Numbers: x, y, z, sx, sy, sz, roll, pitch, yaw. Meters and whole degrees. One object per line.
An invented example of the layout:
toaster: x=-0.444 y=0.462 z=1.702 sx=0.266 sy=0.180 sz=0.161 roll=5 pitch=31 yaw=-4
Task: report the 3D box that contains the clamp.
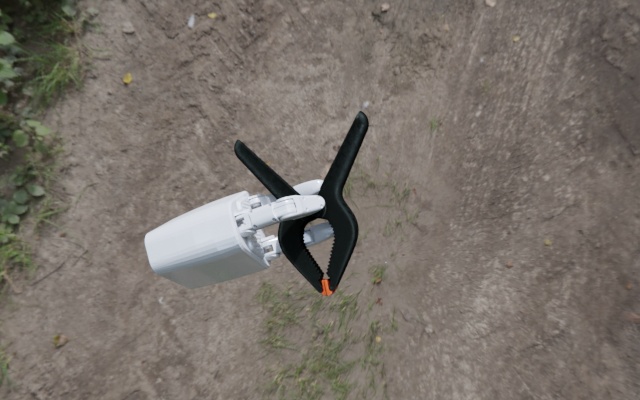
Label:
clamp: x=0.000 y=0.002 z=0.555 sx=0.164 sy=0.210 sz=0.036 roll=-19 pitch=-9 yaw=9
